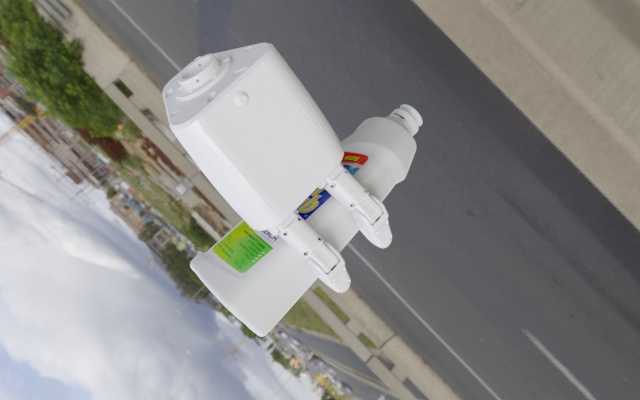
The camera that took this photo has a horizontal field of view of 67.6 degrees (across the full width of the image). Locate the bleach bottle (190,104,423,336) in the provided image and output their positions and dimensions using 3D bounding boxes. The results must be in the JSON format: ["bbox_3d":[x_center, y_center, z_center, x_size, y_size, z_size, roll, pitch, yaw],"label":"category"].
[{"bbox_3d":[0.000,0.002,0.449,0.102,0.251,0.068,27,-21,52],"label":"bleach bottle"}]
